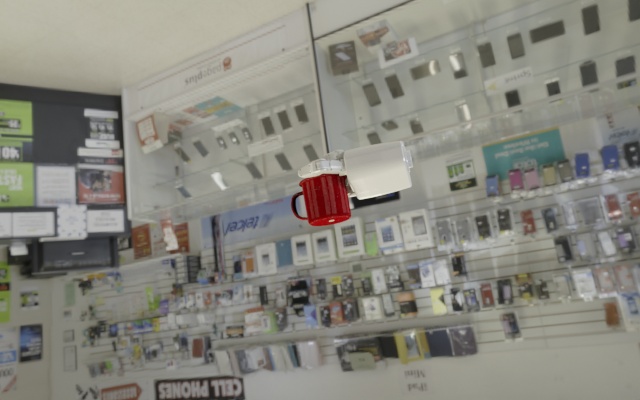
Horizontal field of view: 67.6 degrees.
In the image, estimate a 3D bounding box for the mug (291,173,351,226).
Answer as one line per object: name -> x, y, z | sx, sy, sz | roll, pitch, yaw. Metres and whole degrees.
mug -> -0.001, 0.003, 0.893 | 0.117, 0.081, 0.093 | -13, -13, 14
